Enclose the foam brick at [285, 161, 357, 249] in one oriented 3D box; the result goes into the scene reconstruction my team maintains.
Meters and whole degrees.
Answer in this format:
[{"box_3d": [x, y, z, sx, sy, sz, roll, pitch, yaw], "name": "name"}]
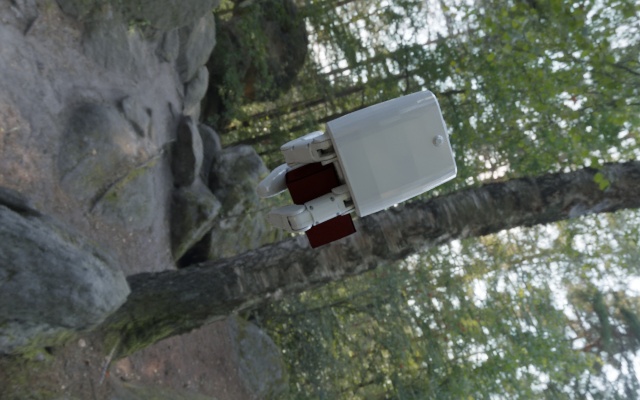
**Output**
[{"box_3d": [0.000, 0.002, 0.506, 0.051, 0.078, 0.053, -21, 17, 0], "name": "foam brick"}]
